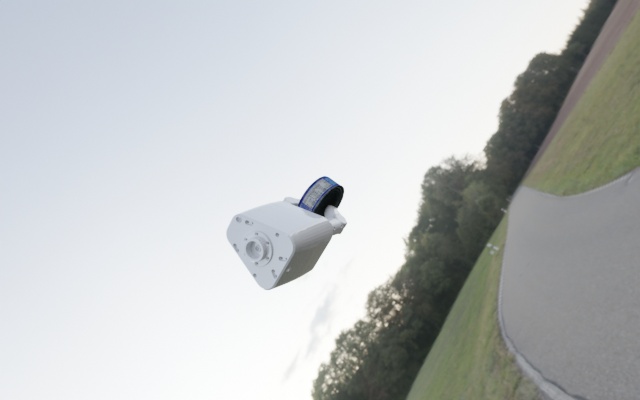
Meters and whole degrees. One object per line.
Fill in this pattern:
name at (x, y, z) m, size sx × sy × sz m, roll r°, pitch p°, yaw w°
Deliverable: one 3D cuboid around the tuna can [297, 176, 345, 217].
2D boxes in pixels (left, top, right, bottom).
tuna can at (0.000, 0.002, 0.794) m, size 0.033 × 0.086 × 0.086 m, roll 36°, pitch 15°, yaw 22°
